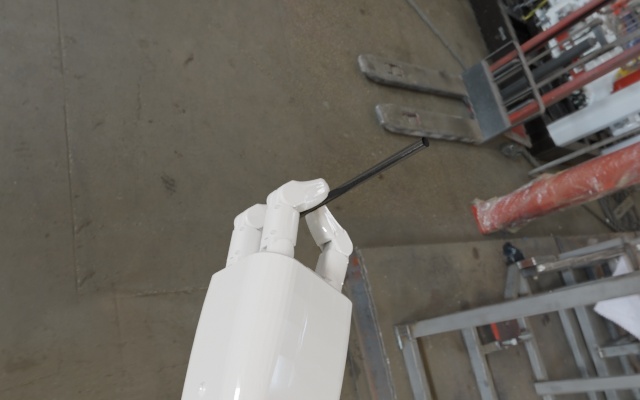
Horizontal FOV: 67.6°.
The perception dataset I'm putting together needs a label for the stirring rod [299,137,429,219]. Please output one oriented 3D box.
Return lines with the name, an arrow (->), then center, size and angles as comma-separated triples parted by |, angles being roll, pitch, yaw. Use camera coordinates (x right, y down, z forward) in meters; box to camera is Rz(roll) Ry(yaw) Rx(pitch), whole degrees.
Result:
stirring rod -> 0.000, 0.001, 0.422 | 0.011, 0.011, 0.239 | 0, -21, -41
